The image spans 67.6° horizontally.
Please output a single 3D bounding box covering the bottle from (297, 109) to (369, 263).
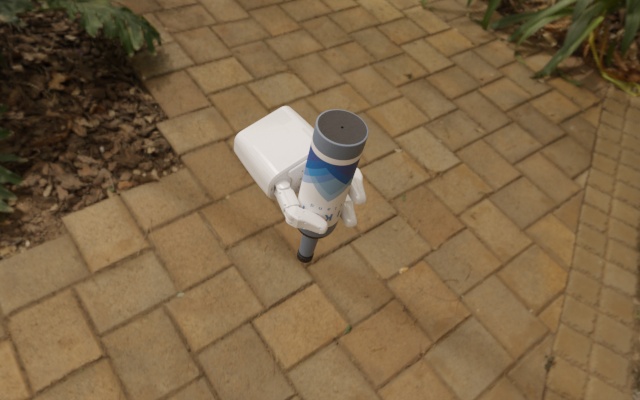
[{"bbox_3d":[0.000,0.002,0.694,0.069,0.069,0.296,0,-39,-13],"label":"bottle"}]
